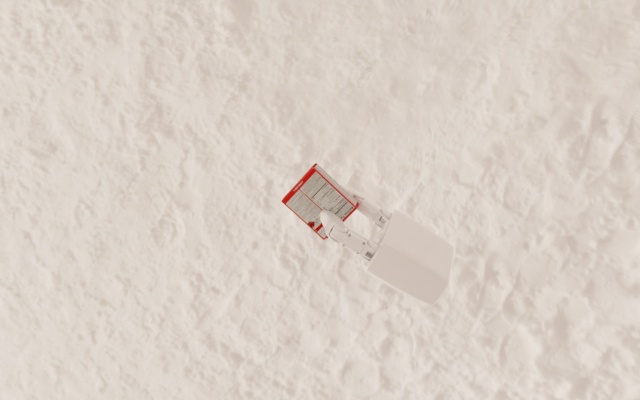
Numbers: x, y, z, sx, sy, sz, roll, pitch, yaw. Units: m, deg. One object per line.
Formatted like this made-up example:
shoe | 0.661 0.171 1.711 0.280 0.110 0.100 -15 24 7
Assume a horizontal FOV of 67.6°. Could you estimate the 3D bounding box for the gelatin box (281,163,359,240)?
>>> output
gelatin box | 0.000 0.002 0.697 0.089 0.073 0.030 42 21 -5
